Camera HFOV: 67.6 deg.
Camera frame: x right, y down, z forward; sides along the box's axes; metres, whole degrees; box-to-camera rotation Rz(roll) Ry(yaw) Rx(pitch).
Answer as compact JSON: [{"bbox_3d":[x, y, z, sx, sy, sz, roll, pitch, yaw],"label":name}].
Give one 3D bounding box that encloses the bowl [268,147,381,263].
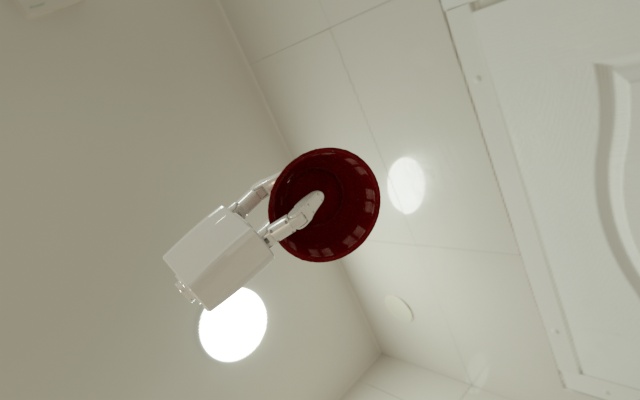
[{"bbox_3d":[0.001,0.002,0.668,0.162,0.162,0.055,0,15,-19],"label":"bowl"}]
